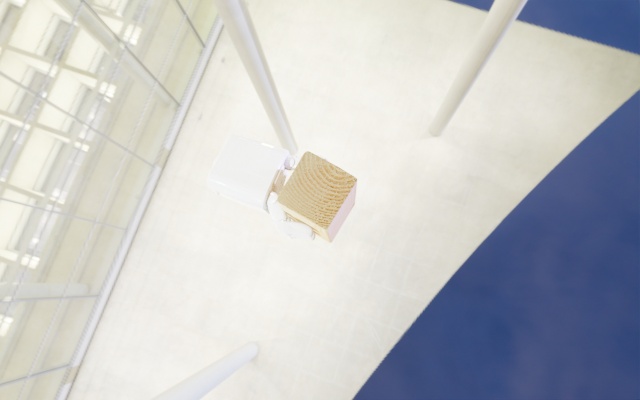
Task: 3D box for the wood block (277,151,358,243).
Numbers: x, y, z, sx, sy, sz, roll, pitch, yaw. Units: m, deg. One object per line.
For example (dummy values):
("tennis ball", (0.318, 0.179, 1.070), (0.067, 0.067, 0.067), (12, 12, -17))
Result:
("wood block", (0.000, 0.002, 0.790), (0.090, 0.091, 0.206), (30, -7, 8))
